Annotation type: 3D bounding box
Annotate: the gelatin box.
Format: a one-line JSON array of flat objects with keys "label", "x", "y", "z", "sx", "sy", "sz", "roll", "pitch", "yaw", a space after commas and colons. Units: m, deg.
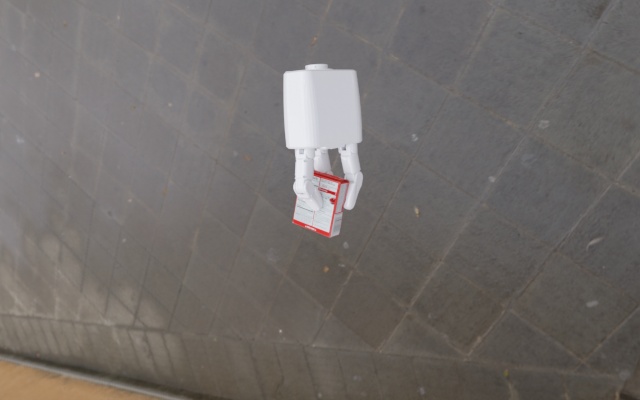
[{"label": "gelatin box", "x": 0.000, "y": 0.003, "z": 0.725, "sx": 0.073, "sy": 0.089, "sz": 0.030, "roll": 19, "pitch": 17, "yaw": 31}]
